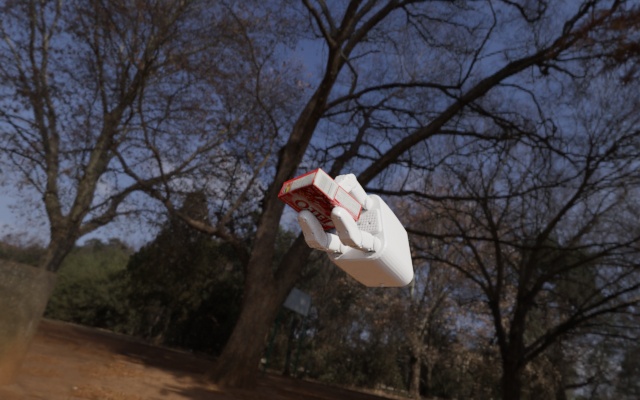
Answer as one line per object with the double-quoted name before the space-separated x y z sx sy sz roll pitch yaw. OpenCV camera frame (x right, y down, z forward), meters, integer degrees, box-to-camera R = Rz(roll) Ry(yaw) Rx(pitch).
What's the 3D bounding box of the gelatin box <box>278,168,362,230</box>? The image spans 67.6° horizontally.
"gelatin box" 0.000 0.002 0.638 0.089 0.030 0.073 40 -37 -28
